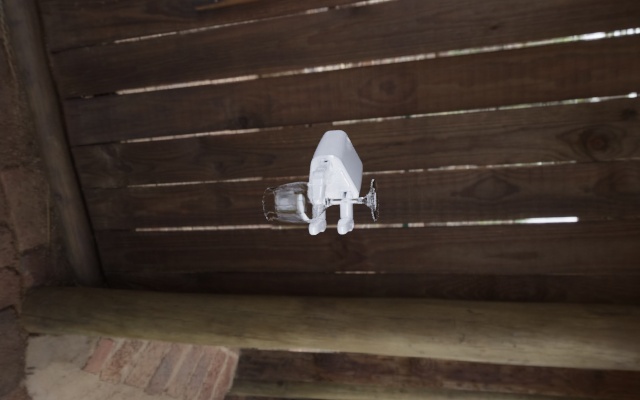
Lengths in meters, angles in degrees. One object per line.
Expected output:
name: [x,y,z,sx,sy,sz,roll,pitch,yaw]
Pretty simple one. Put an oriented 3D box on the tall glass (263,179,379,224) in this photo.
tall glass: [0.001,0.003,0.863,0.201,0.079,0.079,-2,-1,15]
